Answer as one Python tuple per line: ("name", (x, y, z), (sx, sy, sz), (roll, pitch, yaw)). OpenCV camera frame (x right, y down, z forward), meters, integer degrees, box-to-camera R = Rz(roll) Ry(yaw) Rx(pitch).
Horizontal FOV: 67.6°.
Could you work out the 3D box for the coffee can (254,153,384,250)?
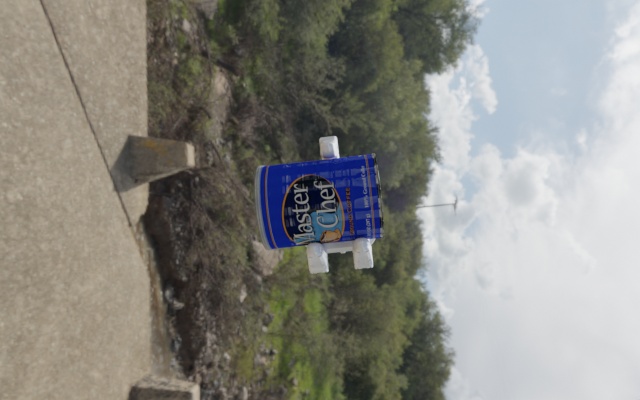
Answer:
("coffee can", (0.000, 0.002, 0.573), (0.140, 0.103, 0.103), (-6, 0, 4))
